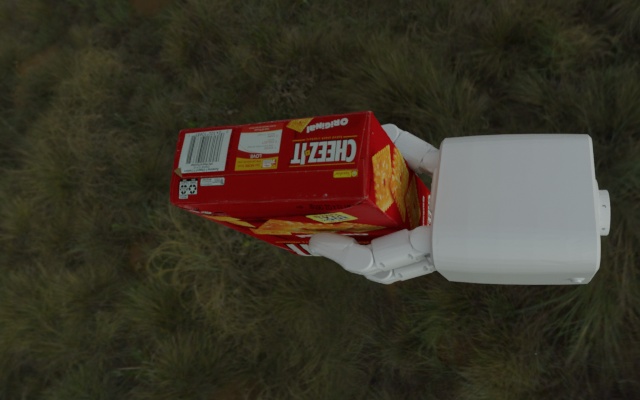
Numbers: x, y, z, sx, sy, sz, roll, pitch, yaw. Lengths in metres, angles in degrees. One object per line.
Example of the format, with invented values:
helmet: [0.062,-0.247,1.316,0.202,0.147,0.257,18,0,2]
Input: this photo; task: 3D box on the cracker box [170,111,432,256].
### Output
cracker box: [0.000,0.001,0.429,0.164,0.072,0.214,-2,-17,24]
